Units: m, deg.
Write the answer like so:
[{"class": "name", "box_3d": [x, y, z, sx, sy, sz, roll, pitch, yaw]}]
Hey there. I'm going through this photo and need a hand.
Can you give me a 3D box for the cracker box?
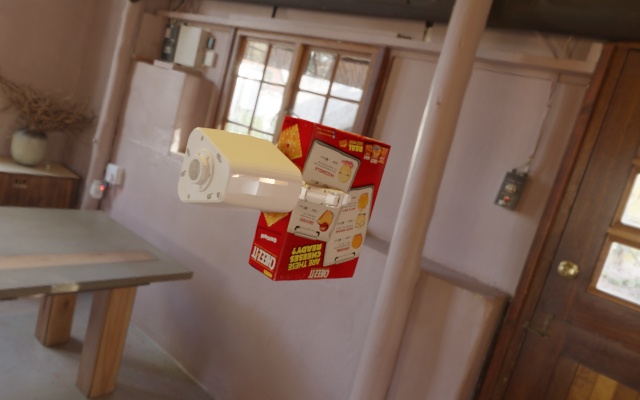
[{"class": "cracker box", "box_3d": [0.000, 0.002, 0.686, 0.164, 0.214, 0.072, 7, 12, -45]}]
